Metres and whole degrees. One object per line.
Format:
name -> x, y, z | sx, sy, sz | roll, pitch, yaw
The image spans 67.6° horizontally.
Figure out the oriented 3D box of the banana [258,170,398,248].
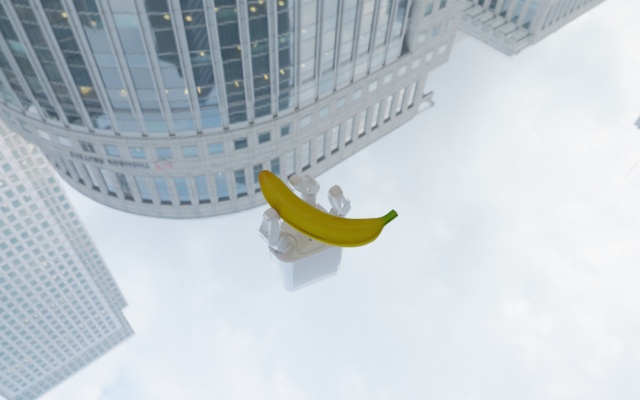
banana -> -0.004, 0.017, 0.619 | 0.198, 0.069, 0.037 | 19, -32, 15
